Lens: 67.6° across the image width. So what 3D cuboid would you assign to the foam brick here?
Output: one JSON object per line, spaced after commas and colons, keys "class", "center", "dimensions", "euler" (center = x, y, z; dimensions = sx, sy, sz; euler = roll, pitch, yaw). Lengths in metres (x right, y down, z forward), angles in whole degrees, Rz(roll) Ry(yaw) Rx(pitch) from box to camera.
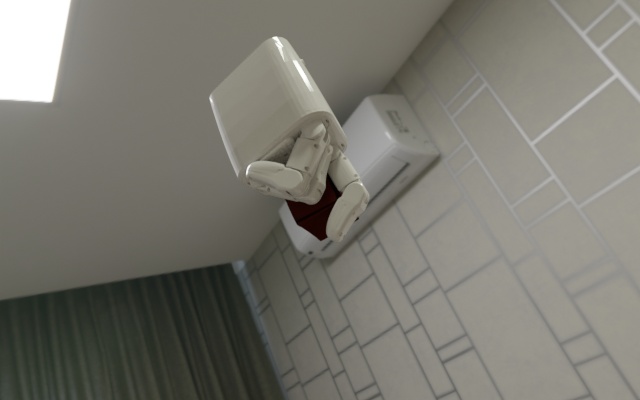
{"class": "foam brick", "center": [0.000, 0.002, 0.507], "dimensions": [0.053, 0.051, 0.078], "euler": [-29, -24, 7]}
